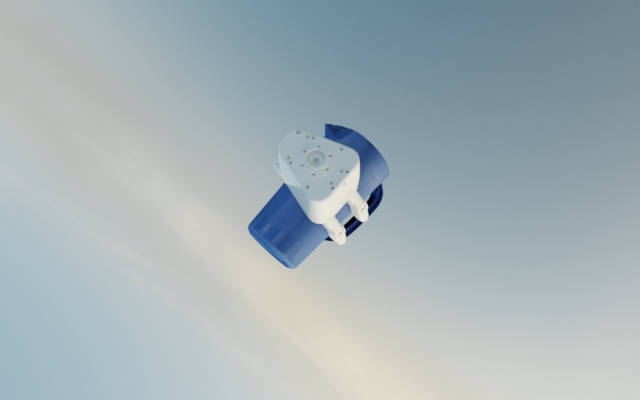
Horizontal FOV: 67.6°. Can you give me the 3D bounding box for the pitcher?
[{"bbox_3d":[0.000,0.003,0.821,0.149,0.243,0.145,40,-12,11],"label":"pitcher"}]
